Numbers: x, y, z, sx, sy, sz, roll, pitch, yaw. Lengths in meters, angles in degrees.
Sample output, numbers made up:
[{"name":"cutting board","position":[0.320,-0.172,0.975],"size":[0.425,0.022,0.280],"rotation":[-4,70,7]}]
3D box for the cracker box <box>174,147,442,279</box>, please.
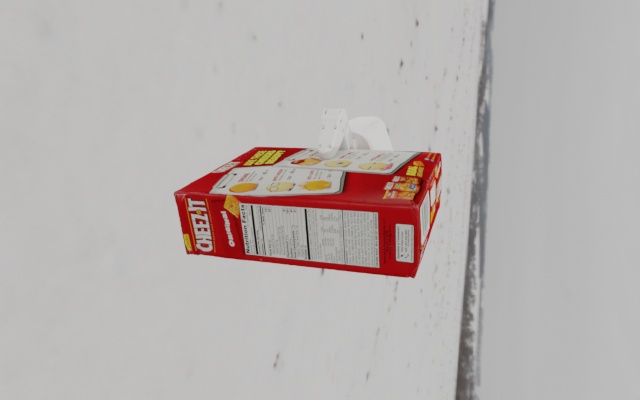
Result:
[{"name":"cracker box","position":[0.000,0.001,0.460],"size":[0.213,0.072,0.164],"rotation":[3,21,19]}]
